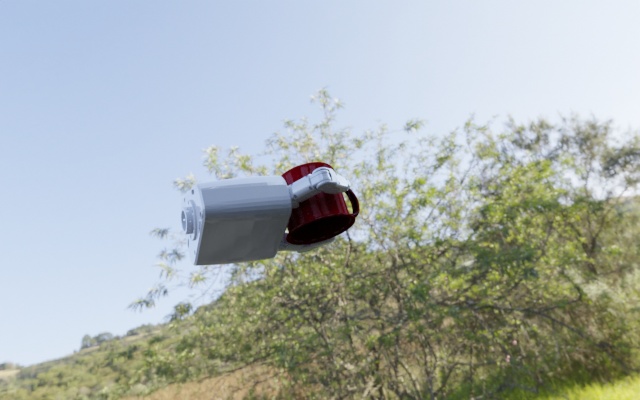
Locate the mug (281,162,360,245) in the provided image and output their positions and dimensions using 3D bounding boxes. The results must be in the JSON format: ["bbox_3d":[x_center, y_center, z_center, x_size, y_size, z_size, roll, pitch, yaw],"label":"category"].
[{"bbox_3d":[0.001,0.002,0.631,0.117,0.081,0.093,-5,-25,-30],"label":"mug"}]
